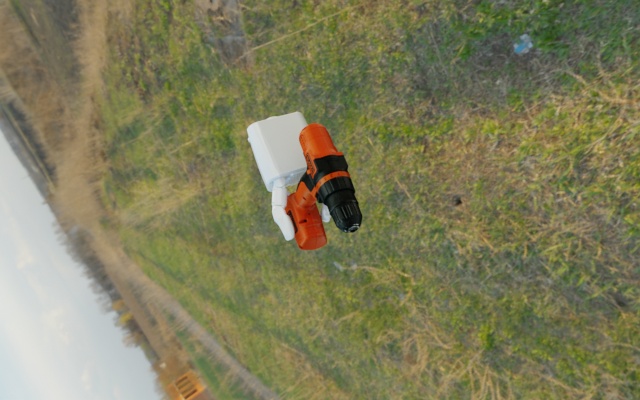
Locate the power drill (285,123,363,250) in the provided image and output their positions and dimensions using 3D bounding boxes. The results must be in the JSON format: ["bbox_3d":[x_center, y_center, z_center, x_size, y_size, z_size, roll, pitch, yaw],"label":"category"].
[{"bbox_3d":[0.000,0.002,0.747,0.057,0.184,0.188,-7,-31,-22],"label":"power drill"}]
